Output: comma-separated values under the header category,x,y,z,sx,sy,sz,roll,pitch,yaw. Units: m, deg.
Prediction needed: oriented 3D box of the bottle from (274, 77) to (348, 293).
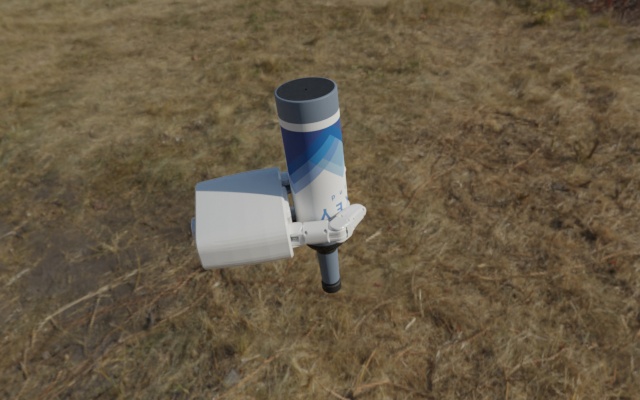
category,x,y,z,sx,sy,sz,roll,pitch,yaw
bottle,0.000,0.002,0.585,0.069,0.296,0.069,-5,35,4
